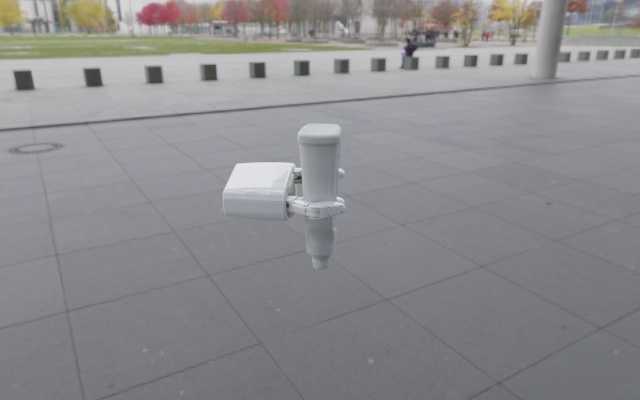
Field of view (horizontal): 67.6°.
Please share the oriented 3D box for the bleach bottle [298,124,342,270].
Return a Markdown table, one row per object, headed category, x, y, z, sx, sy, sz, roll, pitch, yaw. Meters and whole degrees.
| category | x | y | z | sx | sy | sz | roll | pitch | yaw |
| --- | --- | --- | --- | --- | --- | --- | --- | --- | --- |
| bleach bottle | 0.000 | 0.003 | 0.806 | 0.068 | 0.251 | 0.102 | 2 | 20 | 6 |
